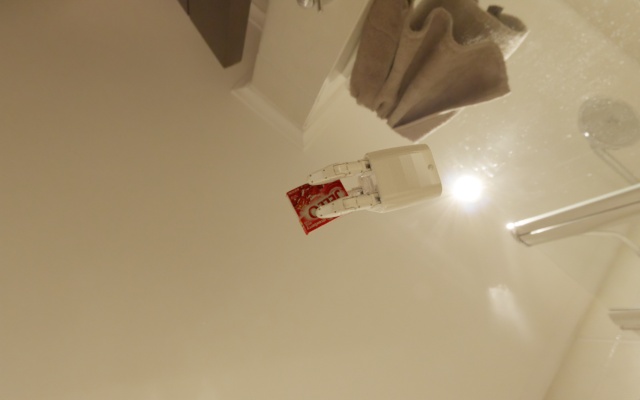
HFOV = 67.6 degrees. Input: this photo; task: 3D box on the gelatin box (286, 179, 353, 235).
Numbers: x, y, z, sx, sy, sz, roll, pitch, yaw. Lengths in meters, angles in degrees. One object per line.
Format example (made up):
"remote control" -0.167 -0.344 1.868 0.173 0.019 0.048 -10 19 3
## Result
"gelatin box" 0.000 0.003 0.758 0.089 0.073 0.030 -27 -8 -11
